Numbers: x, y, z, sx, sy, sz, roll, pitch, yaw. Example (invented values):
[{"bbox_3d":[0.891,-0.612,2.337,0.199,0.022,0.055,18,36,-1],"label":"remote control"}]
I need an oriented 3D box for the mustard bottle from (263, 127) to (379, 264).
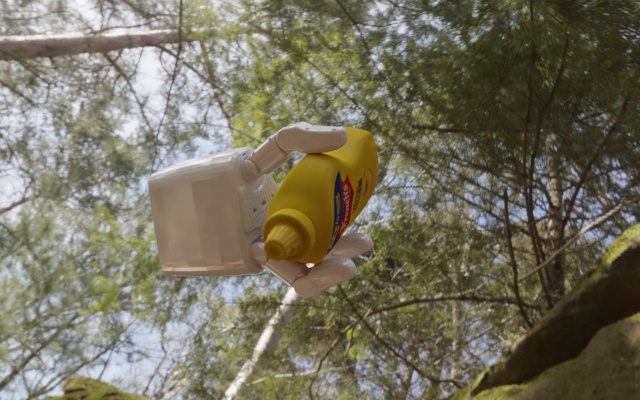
[{"bbox_3d":[0.000,0.001,0.429,0.058,0.096,0.191,16,27,16],"label":"mustard bottle"}]
